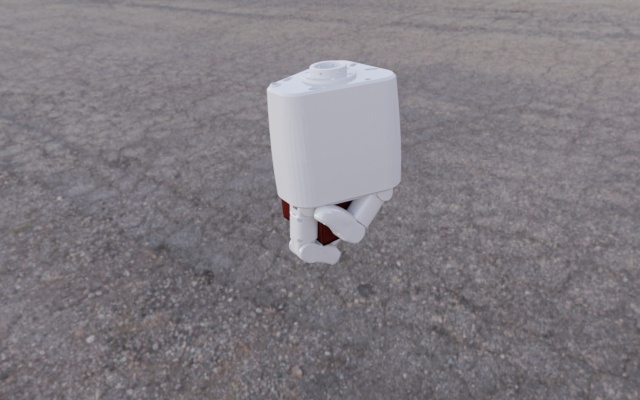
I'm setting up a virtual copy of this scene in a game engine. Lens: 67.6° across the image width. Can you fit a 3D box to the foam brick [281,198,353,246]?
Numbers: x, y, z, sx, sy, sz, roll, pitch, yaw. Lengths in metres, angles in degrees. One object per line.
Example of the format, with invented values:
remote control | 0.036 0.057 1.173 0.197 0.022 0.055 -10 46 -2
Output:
foam brick | 0.000 0.002 0.498 0.053 0.051 0.078 -23 34 -29
